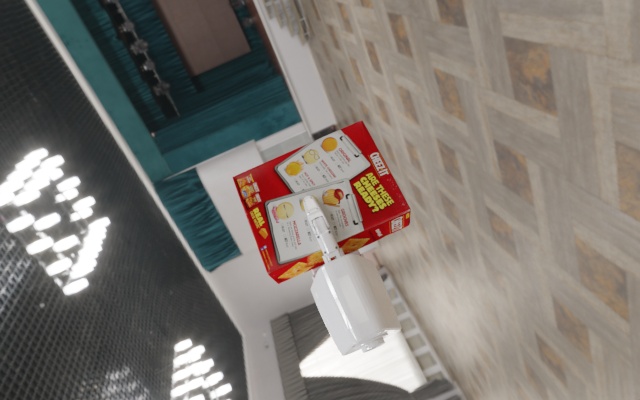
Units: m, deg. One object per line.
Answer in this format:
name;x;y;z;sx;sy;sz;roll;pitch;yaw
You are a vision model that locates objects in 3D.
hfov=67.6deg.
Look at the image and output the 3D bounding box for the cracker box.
cracker box;0.000;0.002;0.701;0.213;0.164;0.072;-24;-24;-1
